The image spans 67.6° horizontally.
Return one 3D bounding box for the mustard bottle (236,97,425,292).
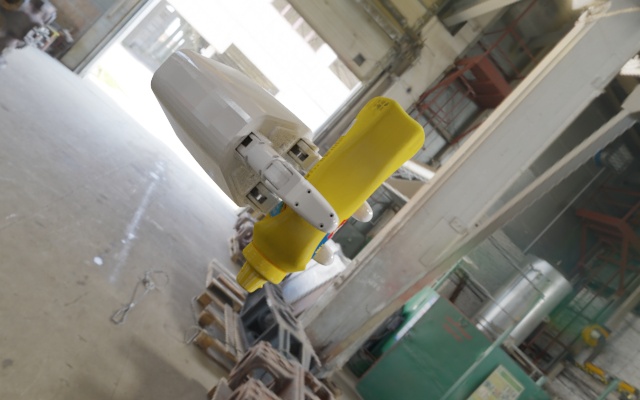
[{"bbox_3d":[0.000,0.001,0.400,0.058,0.191,0.096,44,0,-5],"label":"mustard bottle"}]
